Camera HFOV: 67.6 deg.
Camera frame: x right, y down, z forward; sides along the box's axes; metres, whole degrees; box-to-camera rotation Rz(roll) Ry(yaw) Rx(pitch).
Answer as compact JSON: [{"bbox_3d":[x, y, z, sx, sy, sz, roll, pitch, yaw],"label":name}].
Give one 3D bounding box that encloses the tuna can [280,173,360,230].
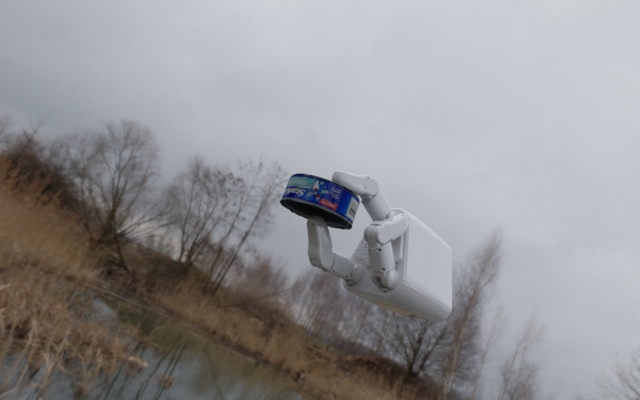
[{"bbox_3d":[0.000,0.001,0.536,0.086,0.033,0.086,19,-13,5],"label":"tuna can"}]
